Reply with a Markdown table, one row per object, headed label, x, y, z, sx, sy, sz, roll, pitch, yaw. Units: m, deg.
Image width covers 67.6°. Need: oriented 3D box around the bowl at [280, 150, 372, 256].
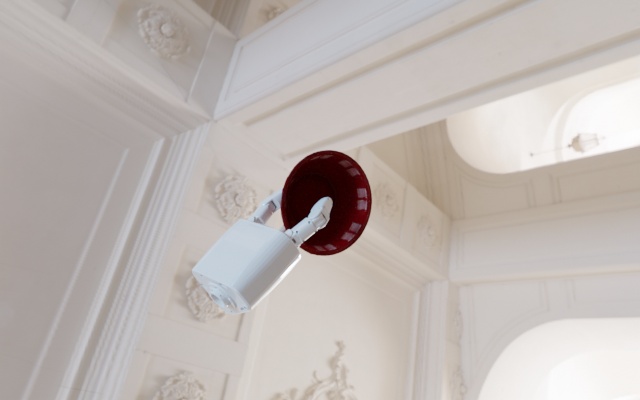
| label | x | y | z | sx | sy | sz | roll | pitch | yaw |
| --- | --- | --- | --- | --- | --- | --- | --- | --- | --- |
| bowl | 0.001 | 0.002 | 0.746 | 0.162 | 0.162 | 0.055 | 0 | 5 | -30 |
